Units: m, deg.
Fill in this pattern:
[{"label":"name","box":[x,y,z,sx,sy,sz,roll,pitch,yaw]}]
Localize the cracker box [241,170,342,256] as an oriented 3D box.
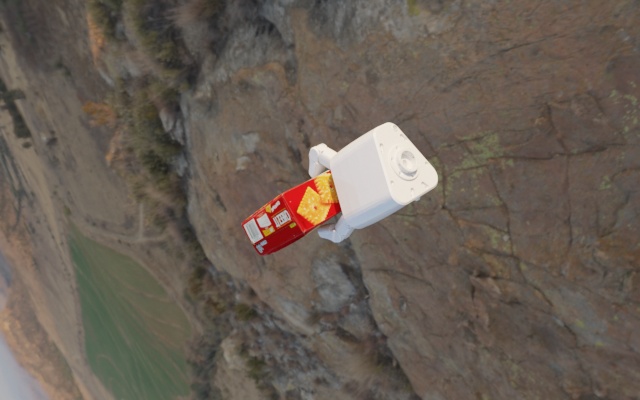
[{"label":"cracker box","box":[0.000,0.002,0.774,0.213,0.072,0.164,-27,-3,-35]}]
